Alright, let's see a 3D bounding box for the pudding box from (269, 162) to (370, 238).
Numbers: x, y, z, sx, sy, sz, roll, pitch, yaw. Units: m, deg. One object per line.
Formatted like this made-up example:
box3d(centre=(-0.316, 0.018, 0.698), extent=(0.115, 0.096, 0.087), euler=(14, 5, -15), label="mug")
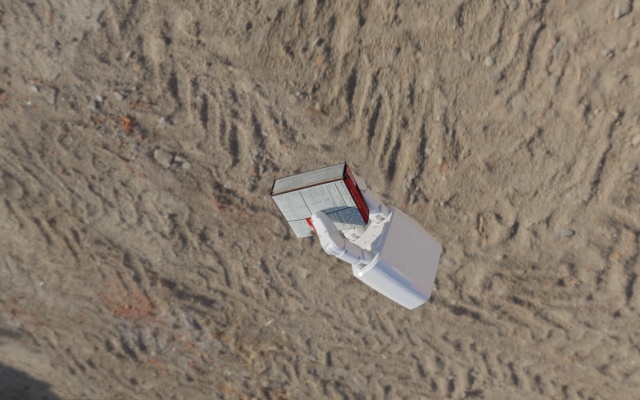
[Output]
box3d(centre=(0.000, 0.002, 0.654), extent=(0.113, 0.090, 0.039), euler=(-13, 38, 21), label="pudding box")
